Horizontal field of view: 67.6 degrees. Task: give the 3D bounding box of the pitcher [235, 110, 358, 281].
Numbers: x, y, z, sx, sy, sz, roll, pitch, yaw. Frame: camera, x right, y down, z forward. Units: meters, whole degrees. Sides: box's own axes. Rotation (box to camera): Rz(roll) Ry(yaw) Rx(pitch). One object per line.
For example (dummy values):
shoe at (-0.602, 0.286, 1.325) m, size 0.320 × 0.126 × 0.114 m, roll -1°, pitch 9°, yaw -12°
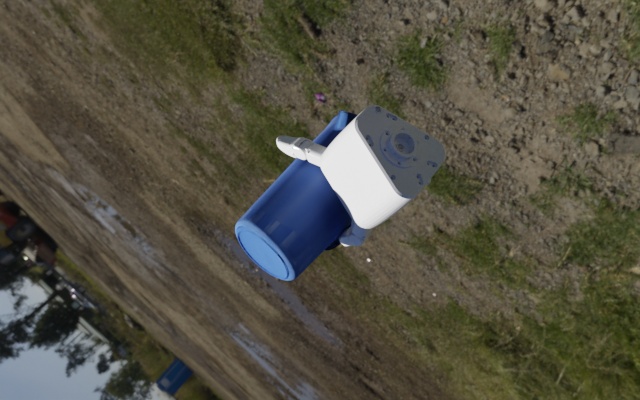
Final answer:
pitcher at (0.000, 0.002, 0.686) m, size 0.242 × 0.149 × 0.145 m, roll -46°, pitch 3°, yaw -28°
